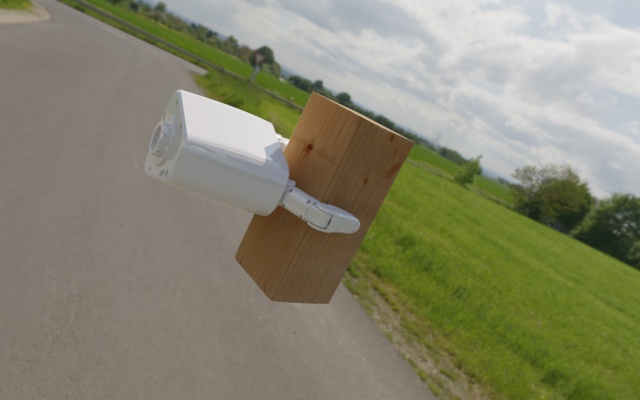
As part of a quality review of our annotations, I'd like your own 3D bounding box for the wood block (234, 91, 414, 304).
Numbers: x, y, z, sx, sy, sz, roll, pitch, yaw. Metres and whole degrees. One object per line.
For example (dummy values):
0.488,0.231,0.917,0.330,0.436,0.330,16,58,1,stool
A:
0.000,0.002,0.524,0.090,0.206,0.090,15,17,-44,wood block
